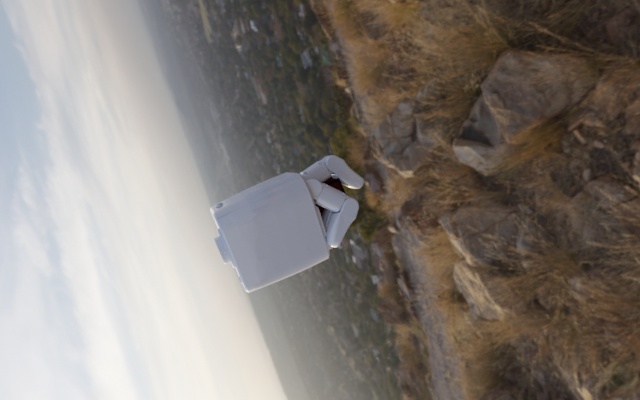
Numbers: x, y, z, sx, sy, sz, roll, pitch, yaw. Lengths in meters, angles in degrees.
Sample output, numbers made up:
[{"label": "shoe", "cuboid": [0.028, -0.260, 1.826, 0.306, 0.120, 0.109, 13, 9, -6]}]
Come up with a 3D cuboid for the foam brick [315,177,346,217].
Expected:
[{"label": "foam brick", "cuboid": [0.000, 0.002, 0.627, 0.051, 0.053, 0.078, -26, 11, -13]}]
